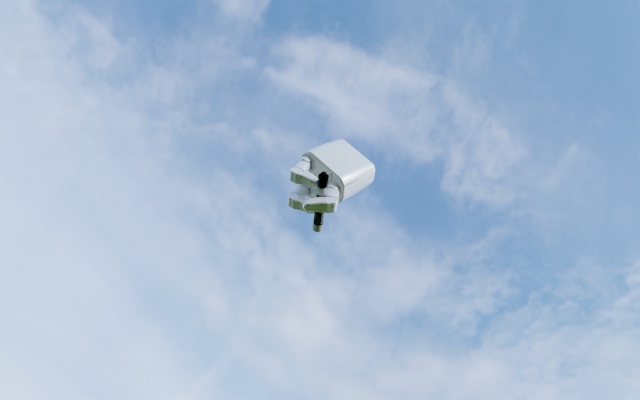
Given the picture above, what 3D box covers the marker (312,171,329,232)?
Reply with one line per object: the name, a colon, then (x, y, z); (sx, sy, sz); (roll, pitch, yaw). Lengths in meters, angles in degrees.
marker: (0.000, 0.003, 0.850); (0.020, 0.121, 0.020); (5, 32, -3)
